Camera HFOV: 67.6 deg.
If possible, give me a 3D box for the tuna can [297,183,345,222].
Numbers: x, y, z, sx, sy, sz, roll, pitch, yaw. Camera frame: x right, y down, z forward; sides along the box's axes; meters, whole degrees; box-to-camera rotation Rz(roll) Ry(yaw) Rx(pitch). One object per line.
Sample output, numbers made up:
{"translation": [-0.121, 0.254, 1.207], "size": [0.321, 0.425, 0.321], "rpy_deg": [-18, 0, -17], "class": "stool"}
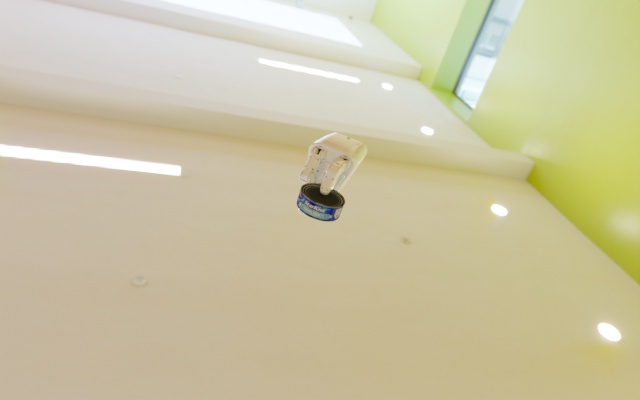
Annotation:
{"translation": [0.000, 0.003, 0.877], "size": [0.086, 0.034, 0.086], "rpy_deg": [16, 25, -8], "class": "tuna can"}
